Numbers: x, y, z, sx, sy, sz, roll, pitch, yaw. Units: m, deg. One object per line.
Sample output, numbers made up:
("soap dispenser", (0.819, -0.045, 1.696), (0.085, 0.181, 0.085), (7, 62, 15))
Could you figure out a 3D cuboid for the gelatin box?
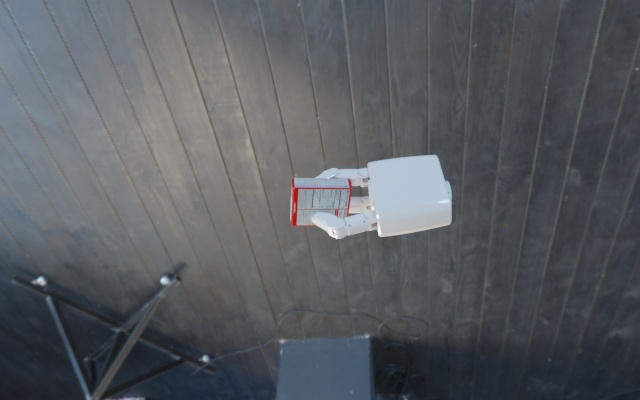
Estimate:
("gelatin box", (0.000, 0.003, 0.719), (0.089, 0.073, 0.030), (0, 38, -7))
